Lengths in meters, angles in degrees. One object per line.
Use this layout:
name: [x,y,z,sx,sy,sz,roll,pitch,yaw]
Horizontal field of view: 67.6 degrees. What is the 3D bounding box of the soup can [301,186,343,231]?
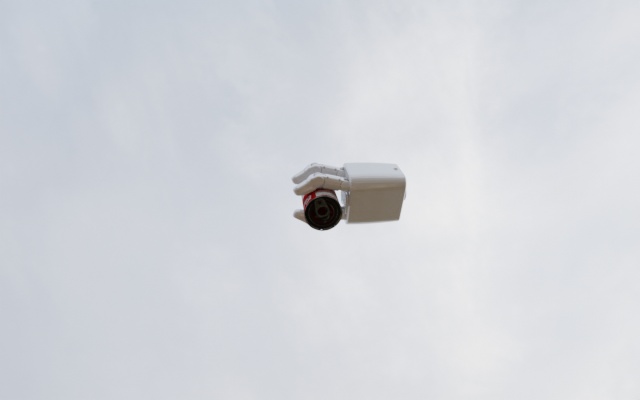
soup can: [0.000,0.003,0.884,0.068,0.068,0.102,0,24,-6]
